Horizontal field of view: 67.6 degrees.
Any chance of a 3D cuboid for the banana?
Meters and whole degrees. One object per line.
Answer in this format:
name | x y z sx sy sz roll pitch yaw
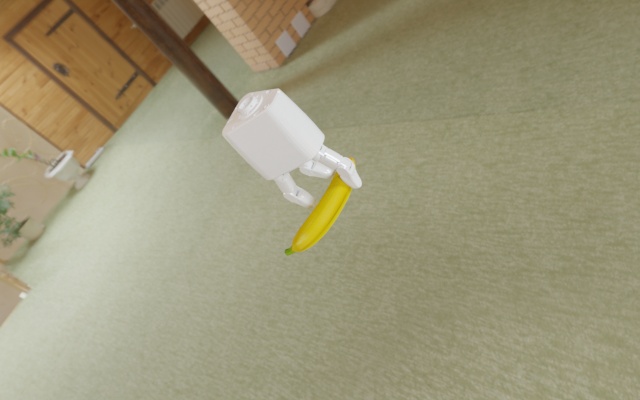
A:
banana | 0.008 0.009 0.773 0.037 0.198 0.069 41 -11 -30
